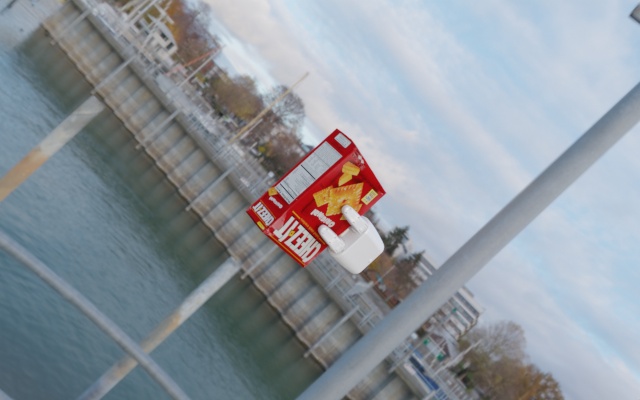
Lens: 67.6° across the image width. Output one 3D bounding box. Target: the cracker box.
[{"bbox_3d":[0.000,0.003,0.852,0.072,0.213,0.164,46,-2,38],"label":"cracker box"}]
